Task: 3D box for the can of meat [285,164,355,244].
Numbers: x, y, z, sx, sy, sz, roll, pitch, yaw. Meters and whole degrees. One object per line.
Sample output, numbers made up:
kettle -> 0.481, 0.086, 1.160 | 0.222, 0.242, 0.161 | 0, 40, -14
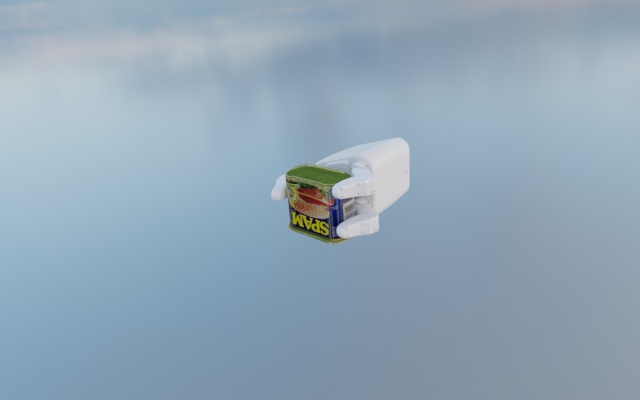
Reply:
can of meat -> 0.000, 0.002, 0.654 | 0.102, 0.084, 0.057 | 16, 31, 39
